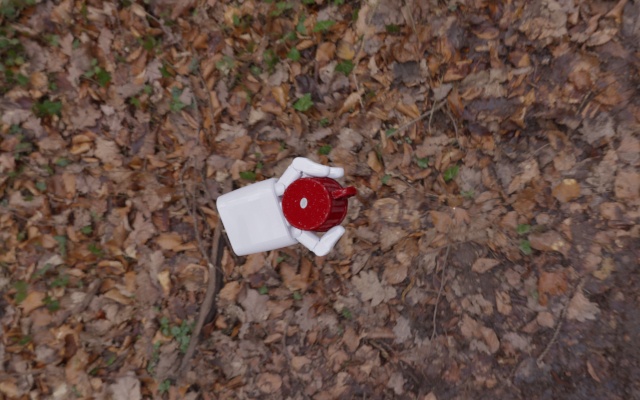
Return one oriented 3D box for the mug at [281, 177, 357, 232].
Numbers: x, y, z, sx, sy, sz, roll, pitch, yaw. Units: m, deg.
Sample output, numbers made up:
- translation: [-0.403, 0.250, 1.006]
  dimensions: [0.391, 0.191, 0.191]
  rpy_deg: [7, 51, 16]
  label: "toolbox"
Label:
- translation: [0.001, 0.002, 0.745]
  dimensions: [0.117, 0.093, 0.081]
  rpy_deg: [-16, -5, 16]
  label: "mug"
